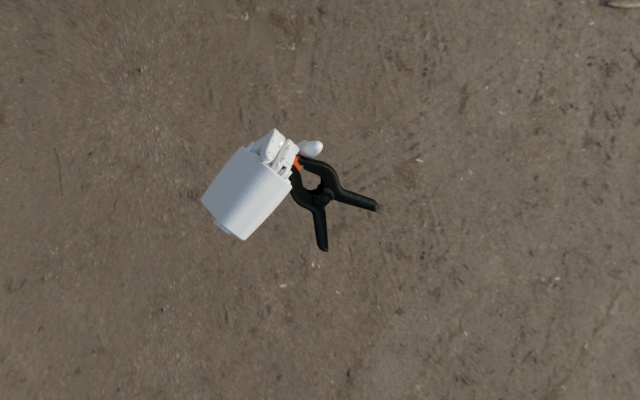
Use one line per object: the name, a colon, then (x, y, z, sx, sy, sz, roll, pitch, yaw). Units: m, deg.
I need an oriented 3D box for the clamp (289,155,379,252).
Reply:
clamp: (0.000, 0.002, 0.757, 0.171, 0.120, 0.039, 41, 0, -22)
